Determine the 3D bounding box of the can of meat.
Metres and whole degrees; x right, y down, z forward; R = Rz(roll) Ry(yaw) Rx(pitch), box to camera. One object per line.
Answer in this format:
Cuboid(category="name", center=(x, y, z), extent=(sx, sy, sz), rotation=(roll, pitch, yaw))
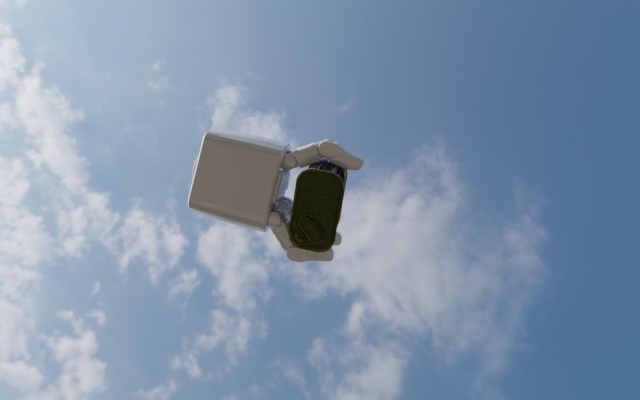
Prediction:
Cuboid(category="can of meat", center=(0.000, 0.002, 0.604), extent=(0.057, 0.102, 0.084), rotation=(11, 17, 5))
